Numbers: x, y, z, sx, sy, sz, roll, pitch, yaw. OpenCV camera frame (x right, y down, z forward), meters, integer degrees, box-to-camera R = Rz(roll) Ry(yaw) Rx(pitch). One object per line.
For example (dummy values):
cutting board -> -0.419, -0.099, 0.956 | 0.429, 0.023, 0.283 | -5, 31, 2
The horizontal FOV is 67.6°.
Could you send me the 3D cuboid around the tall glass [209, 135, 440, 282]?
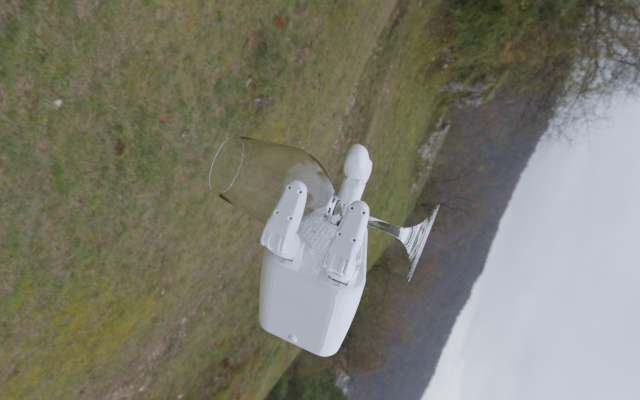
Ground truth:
tall glass -> 0.001, 0.002, 0.439 | 0.201, 0.079, 0.079 | 22, 5, 12
